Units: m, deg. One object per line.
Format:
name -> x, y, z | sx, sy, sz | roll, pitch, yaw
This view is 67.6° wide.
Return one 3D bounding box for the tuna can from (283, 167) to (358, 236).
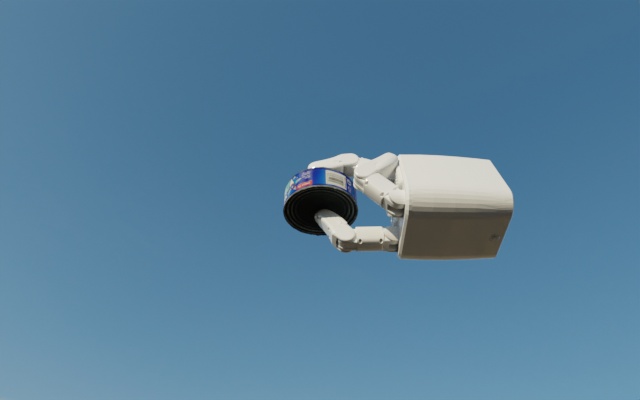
tuna can -> 0.000, 0.001, 0.556 | 0.086, 0.033, 0.086 | 0, -42, 0
